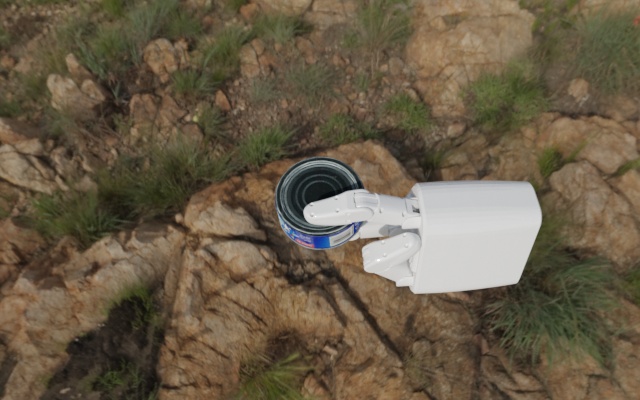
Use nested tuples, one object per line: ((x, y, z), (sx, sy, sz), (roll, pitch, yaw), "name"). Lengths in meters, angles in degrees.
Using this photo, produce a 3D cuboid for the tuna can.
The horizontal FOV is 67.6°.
((0.000, 0.001, 0.454), (0.086, 0.086, 0.034), (0, -28, 4), "tuna can")
